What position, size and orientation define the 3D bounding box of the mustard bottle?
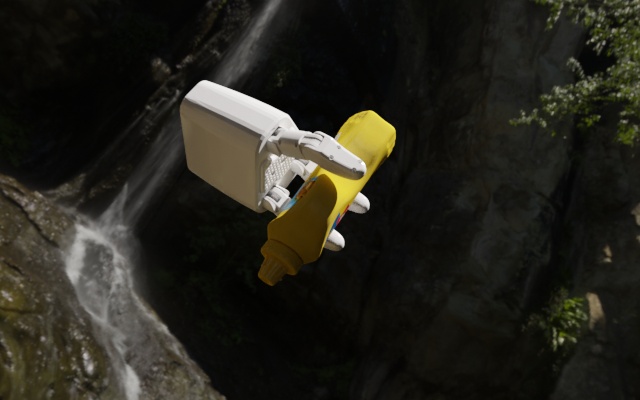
[{"bbox_3d":[0.001,0.002,0.476,0.058,0.191,0.096,38,-23,-4],"label":"mustard bottle"}]
